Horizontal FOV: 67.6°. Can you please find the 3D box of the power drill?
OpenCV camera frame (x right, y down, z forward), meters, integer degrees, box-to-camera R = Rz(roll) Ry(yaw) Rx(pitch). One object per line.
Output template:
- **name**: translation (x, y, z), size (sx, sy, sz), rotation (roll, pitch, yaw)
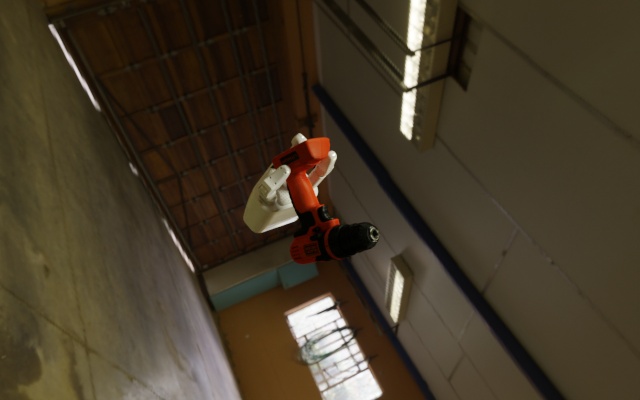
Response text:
- **power drill**: translation (0.000, 0.002, 0.741), size (0.057, 0.187, 0.184), rotation (-10, -6, -44)
